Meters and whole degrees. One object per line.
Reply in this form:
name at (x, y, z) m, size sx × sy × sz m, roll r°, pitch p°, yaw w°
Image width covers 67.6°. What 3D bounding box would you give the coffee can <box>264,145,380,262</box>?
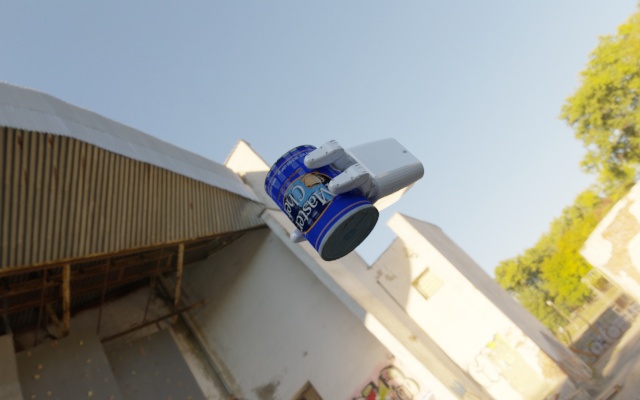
coffee can at (0.000, 0.002, 0.685) m, size 0.103 × 0.103 × 0.140 m, roll 0°, pitch 41°, yaw -53°
